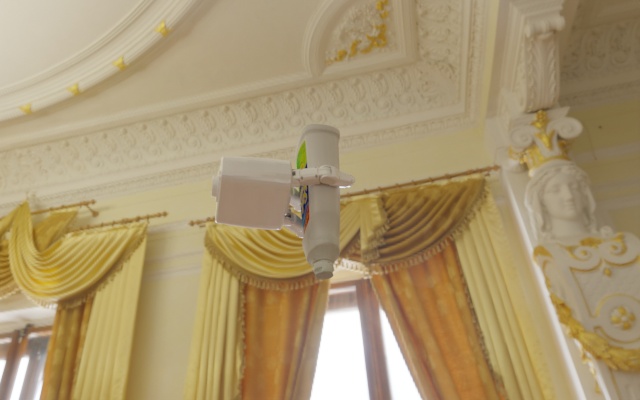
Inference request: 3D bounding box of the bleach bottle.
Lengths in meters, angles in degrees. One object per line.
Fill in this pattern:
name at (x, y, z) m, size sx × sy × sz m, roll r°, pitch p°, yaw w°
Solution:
bleach bottle at (0.000, 0.003, 0.767) m, size 0.068 × 0.250 × 0.103 m, roll 6°, pitch -35°, yaw -15°
